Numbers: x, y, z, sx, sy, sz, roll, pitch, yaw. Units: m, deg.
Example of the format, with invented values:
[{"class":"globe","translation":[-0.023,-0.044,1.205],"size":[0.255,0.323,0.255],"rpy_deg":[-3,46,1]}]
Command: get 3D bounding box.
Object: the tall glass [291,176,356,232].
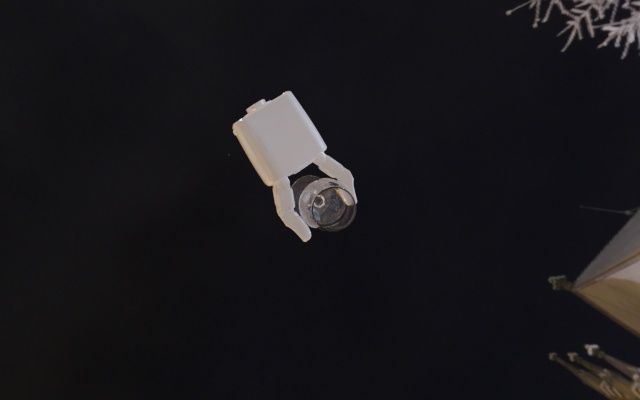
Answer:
[{"class":"tall glass","translation":[0.000,0.002,0.740],"size":[0.079,0.079,0.201],"rpy_deg":[0,6,-11]}]
